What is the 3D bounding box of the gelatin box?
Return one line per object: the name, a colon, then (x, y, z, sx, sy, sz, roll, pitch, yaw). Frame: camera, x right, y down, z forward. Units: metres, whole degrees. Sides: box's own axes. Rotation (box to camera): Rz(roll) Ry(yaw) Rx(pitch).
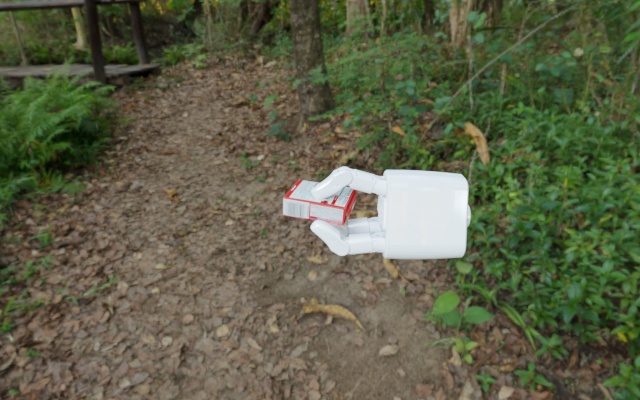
gelatin box: (0.000, 0.002, 0.662, 0.089, 0.030, 0.073, 10, 25, 11)
